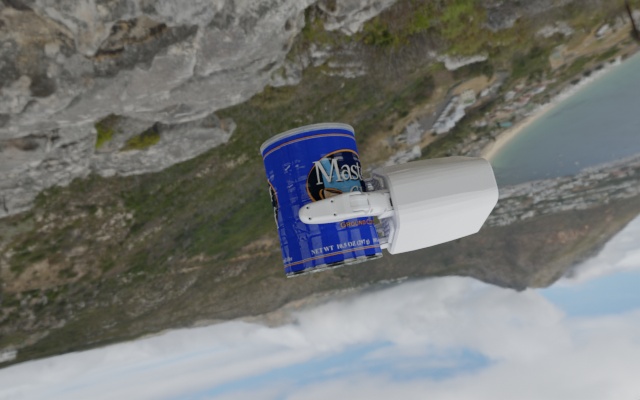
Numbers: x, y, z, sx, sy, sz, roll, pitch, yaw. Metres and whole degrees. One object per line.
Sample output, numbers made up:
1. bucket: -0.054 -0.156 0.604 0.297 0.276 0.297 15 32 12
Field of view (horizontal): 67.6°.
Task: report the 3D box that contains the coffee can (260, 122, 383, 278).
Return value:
1. coffee can: 0.000 0.002 0.504 0.103 0.140 0.103 -12 -9 -2
